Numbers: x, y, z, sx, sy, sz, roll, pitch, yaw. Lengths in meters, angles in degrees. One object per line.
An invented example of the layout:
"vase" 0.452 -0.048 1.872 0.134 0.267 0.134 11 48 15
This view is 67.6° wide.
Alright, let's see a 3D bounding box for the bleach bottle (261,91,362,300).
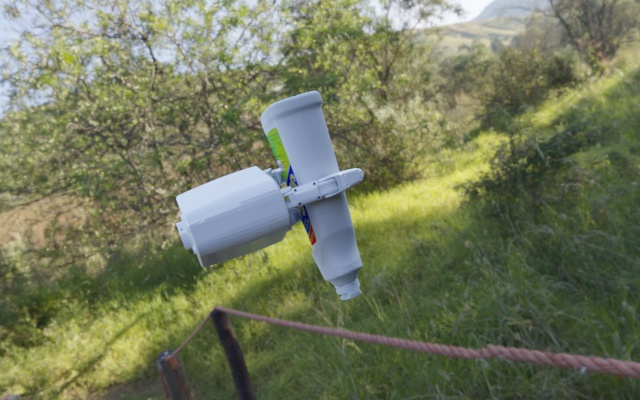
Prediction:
"bleach bottle" 0.000 0.002 0.587 0.068 0.251 0.102 -20 5 -15
